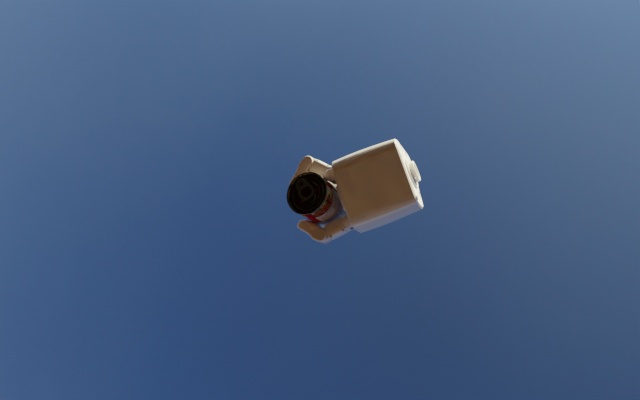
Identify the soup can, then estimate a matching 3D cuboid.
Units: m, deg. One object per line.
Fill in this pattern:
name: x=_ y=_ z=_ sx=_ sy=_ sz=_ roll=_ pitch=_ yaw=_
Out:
soup can: x=0.000 y=0.003 z=0.759 sx=0.068 sy=0.068 sz=0.102 roll=0 pitch=-16 yaw=26
